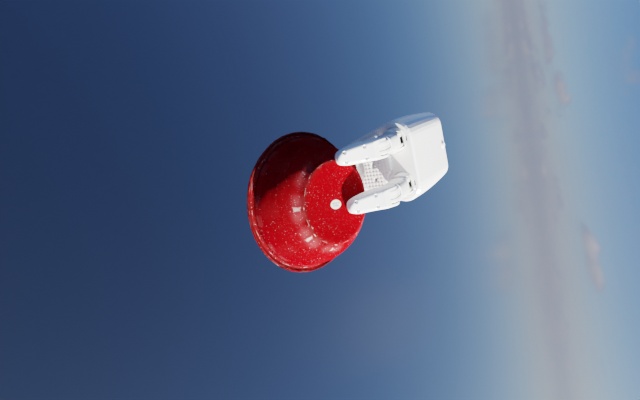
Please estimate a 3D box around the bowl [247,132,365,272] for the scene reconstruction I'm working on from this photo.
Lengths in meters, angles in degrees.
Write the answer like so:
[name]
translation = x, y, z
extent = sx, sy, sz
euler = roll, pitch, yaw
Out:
[bowl]
translation = 0.000, 0.002, 0.531
extent = 0.162, 0.162, 0.055
euler = 0, 0, -41
